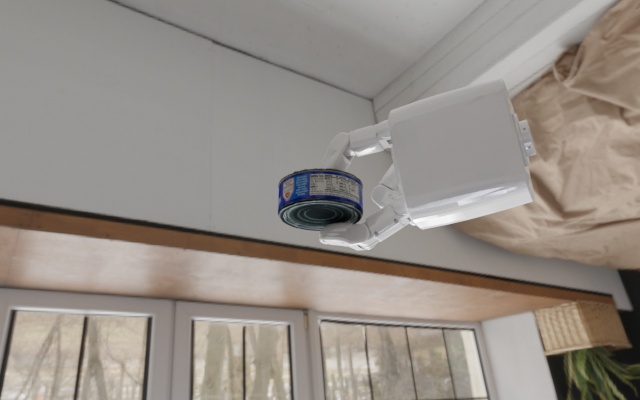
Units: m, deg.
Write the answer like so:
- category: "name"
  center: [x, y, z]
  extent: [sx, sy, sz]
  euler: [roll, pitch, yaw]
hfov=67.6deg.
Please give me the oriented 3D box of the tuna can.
- category: "tuna can"
  center: [0.000, 0.002, 0.476]
  extent: [0.086, 0.033, 0.086]
  euler: [0, -23, 0]
